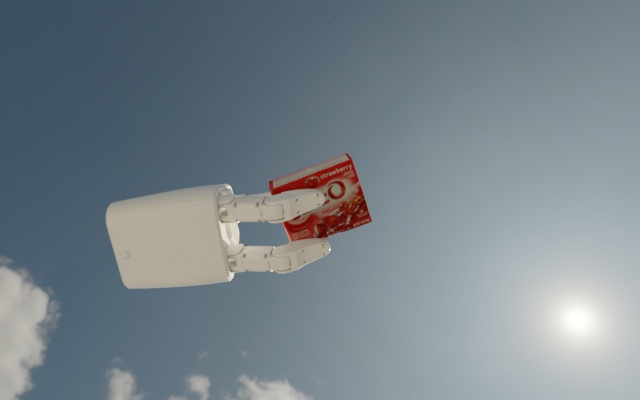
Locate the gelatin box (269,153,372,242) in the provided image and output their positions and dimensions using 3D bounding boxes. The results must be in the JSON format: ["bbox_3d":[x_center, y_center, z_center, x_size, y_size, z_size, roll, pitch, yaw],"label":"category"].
[{"bbox_3d":[0.000,0.001,0.493,0.089,0.073,0.030,-20,22,-1],"label":"gelatin box"}]
